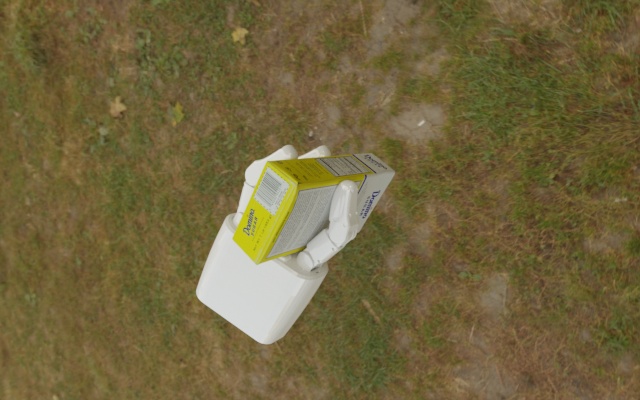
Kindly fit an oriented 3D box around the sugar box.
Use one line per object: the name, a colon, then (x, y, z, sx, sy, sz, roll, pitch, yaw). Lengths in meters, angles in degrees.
sugar box: (0.000, 0.001, 0.491, 0.048, 0.093, 0.176, 40, 28, 23)
